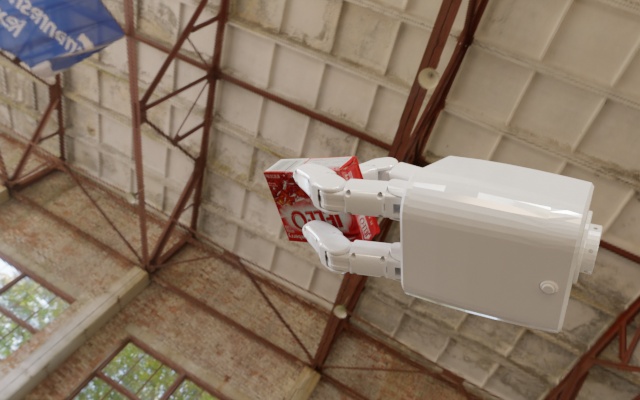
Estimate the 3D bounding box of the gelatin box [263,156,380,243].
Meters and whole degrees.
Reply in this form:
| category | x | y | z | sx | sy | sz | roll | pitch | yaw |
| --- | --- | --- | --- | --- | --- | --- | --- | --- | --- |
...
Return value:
| category | x | y | z | sx | sy | sz | roll | pitch | yaw |
| --- | --- | --- | --- | --- | --- | --- | --- | --- | --- |
| gelatin box | 0.000 | 0.001 | 0.414 | 0.089 | 0.073 | 0.030 | 2 | 31 | 40 |
